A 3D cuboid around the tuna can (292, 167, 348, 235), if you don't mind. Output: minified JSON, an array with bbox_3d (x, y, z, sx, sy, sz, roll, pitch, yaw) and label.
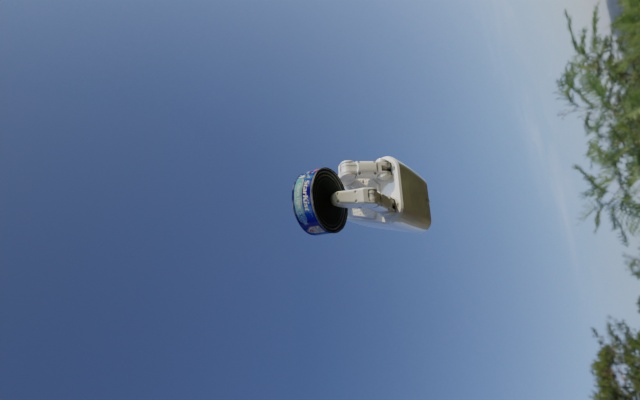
[{"bbox_3d":[0.000,0.002,0.620,0.034,0.086,0.086,-11,-6,32],"label":"tuna can"}]
